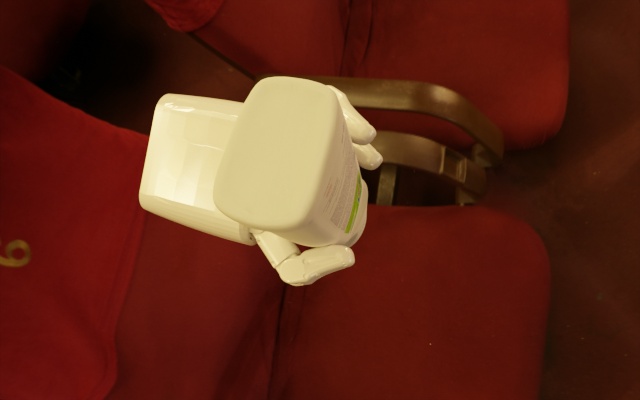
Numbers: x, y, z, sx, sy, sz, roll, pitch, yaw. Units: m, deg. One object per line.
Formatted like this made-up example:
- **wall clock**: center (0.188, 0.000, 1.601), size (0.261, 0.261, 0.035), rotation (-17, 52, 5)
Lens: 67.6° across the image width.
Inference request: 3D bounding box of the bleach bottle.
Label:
- **bleach bottle**: center (0.000, 0.001, 0.403), size (0.068, 0.102, 0.251), rotation (14, -13, 16)
